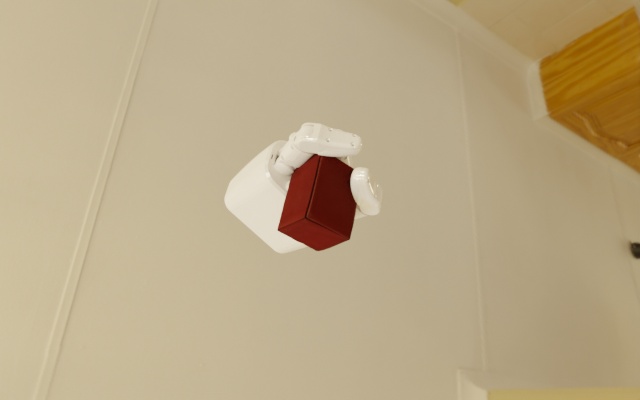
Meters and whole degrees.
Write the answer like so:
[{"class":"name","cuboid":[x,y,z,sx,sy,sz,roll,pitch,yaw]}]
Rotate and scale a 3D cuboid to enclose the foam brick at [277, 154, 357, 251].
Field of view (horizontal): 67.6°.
[{"class":"foam brick","cuboid":[0.000,0.002,0.464,0.053,0.078,0.051,30,-35,-26]}]
